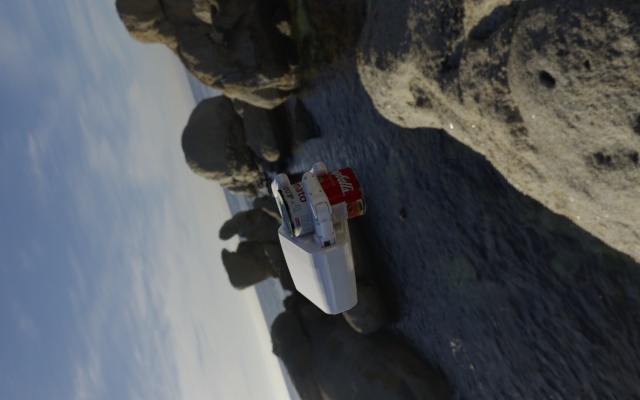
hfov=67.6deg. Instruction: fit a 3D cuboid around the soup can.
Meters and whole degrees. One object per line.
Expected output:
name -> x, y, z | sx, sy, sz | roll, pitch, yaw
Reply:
soup can -> 0.000, 0.002, 0.633 | 0.102, 0.068, 0.068 | -18, 3, -11
